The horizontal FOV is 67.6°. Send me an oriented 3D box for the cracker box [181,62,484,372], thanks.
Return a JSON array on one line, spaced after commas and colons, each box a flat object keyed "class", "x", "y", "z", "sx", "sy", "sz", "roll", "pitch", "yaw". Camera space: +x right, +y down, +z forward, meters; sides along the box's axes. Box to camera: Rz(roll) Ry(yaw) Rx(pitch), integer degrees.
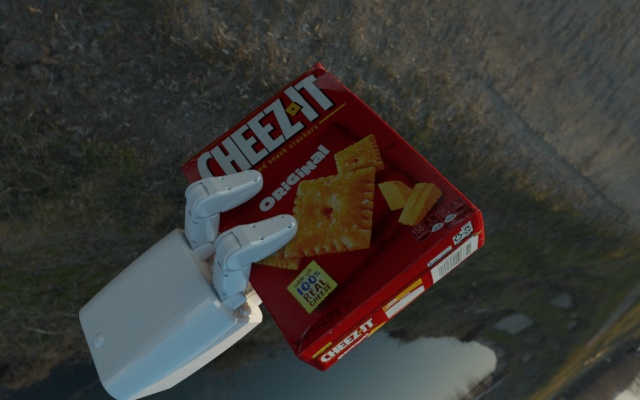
[{"class": "cracker box", "x": 0.000, "y": 0.002, "z": 0.401, "sx": 0.164, "sy": 0.213, "sz": 0.072, "roll": -38, "pitch": -33, "yaw": -3}]
